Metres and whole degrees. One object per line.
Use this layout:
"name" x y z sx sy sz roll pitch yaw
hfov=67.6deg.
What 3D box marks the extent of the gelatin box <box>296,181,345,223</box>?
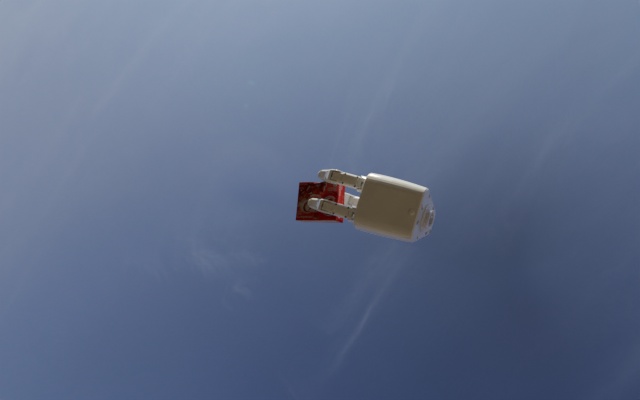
"gelatin box" 0.000 0.003 0.876 0.089 0.073 0.030 -1 -10 31
